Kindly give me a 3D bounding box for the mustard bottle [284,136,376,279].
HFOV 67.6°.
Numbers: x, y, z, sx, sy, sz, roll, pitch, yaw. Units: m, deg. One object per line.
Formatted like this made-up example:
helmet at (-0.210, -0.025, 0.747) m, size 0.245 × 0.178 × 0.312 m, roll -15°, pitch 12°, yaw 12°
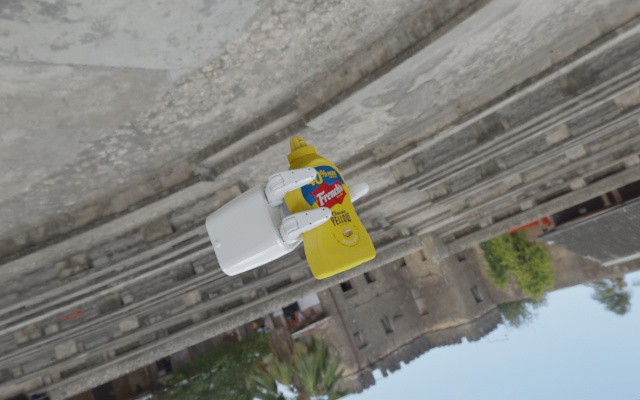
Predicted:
mustard bottle at (0.000, 0.002, 0.640) m, size 0.096 × 0.191 × 0.058 m, roll -14°, pitch -13°, yaw -40°
